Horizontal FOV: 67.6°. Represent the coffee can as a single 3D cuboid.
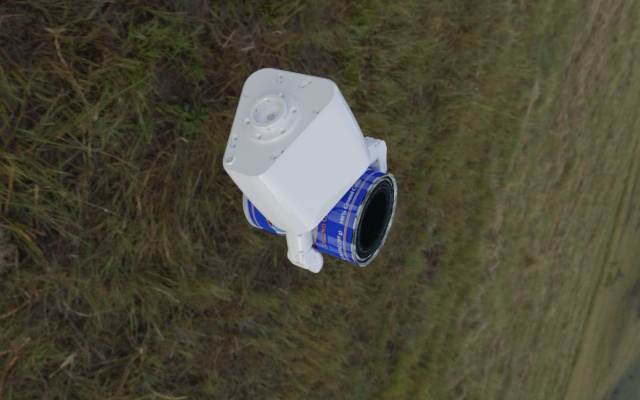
[{"bbox_3d":[0.000,0.002,0.532,0.140,0.103,0.103,18,8,27],"label":"coffee can"}]
